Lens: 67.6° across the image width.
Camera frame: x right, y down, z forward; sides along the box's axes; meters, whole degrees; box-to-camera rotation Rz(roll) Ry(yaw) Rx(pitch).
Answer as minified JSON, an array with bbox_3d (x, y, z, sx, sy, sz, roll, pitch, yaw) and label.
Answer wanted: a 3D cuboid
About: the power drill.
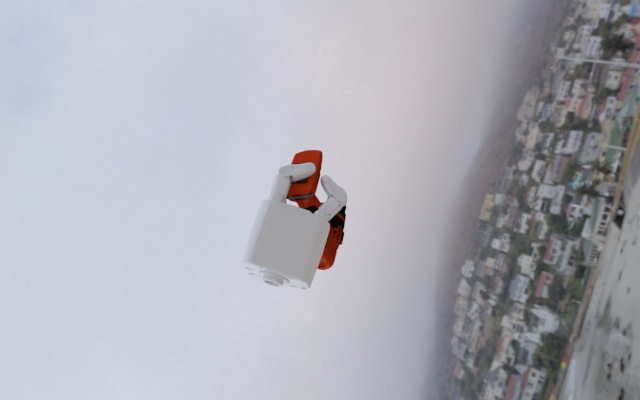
[{"bbox_3d":[0.000,0.003,0.858,0.057,0.184,0.188,-6,-47,20],"label":"power drill"}]
